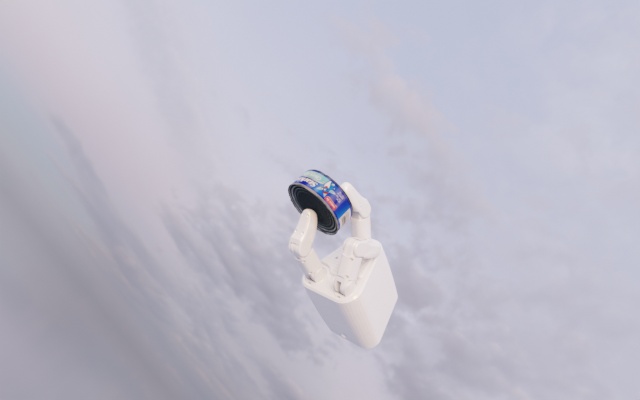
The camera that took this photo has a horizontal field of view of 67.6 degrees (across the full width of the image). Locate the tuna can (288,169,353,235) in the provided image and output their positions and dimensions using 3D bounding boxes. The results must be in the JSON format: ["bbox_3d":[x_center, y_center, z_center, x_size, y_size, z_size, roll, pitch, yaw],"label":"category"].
[{"bbox_3d":[0.000,0.002,0.615,0.033,0.086,0.086,-44,21,-23],"label":"tuna can"}]
